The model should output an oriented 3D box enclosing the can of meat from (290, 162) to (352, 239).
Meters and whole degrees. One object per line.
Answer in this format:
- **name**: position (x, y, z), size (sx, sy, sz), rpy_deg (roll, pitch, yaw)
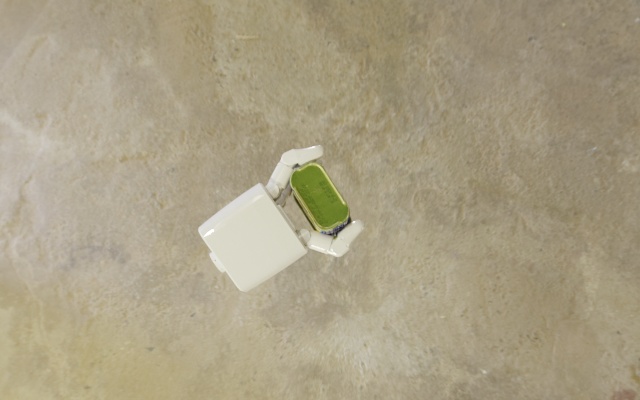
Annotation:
- **can of meat**: position (0.000, 0.002, 0.673), size (0.057, 0.102, 0.084), rpy_deg (-32, -12, -4)
